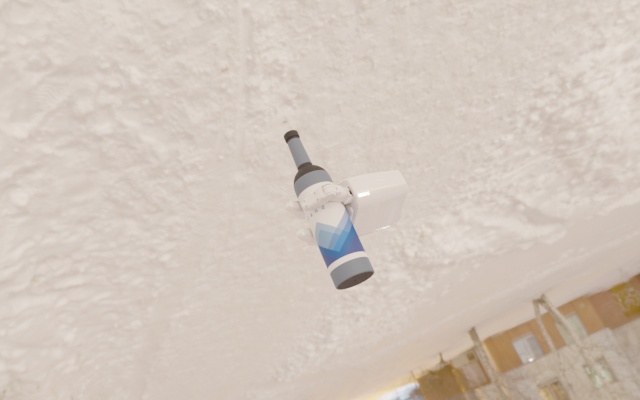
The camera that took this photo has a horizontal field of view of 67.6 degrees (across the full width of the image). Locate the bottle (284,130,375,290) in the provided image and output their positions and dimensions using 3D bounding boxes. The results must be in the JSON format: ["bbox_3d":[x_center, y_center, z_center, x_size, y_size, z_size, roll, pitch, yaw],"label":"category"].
[{"bbox_3d":[0.000,0.003,0.806,0.069,0.295,0.069,-20,-25,-9],"label":"bottle"}]
